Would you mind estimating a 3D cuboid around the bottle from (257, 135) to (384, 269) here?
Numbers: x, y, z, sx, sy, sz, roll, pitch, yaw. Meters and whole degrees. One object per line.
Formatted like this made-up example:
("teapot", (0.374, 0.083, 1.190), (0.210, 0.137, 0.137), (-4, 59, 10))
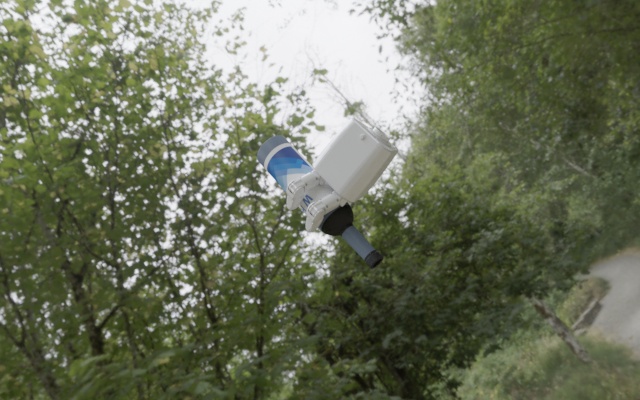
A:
("bottle", (0.000, 0.003, 0.825), (0.295, 0.069, 0.069), (47, 24, 25))
